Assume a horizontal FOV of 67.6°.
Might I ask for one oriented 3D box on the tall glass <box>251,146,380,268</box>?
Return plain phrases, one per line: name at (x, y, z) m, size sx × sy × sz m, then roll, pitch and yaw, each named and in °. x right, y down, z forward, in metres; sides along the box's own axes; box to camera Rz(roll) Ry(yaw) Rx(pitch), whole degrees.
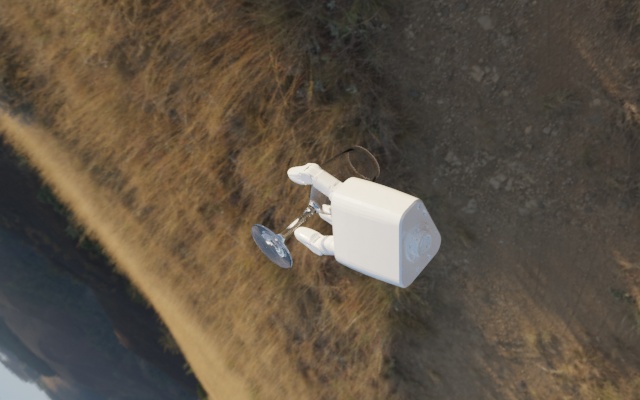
tall glass at (0.000, 0.003, 0.674) m, size 0.201 × 0.079 × 0.079 m, roll -42°, pitch 23°, yaw -28°
